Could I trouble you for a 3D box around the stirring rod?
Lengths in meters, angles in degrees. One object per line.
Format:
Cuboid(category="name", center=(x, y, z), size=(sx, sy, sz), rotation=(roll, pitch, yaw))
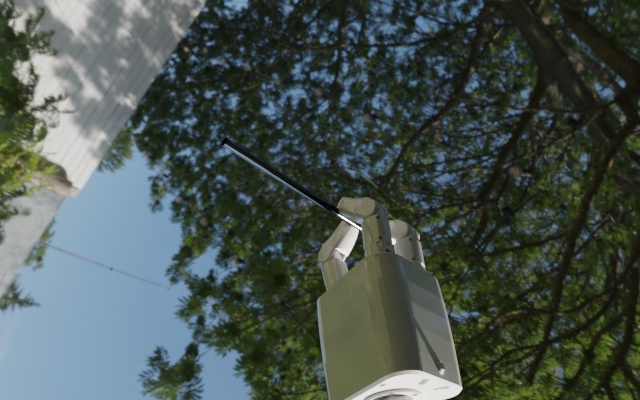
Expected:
Cuboid(category="stirring rod", center=(0.000, 0.002, 0.474), size=(0.011, 0.011, 0.240), rotation=(0, -25, 48))
